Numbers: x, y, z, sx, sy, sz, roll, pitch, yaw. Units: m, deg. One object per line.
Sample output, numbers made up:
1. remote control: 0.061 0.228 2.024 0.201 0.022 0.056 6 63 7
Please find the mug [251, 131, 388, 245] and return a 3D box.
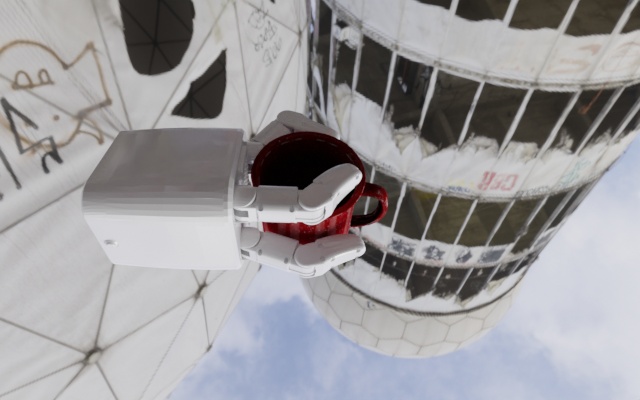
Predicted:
1. mug: 0.002 0.001 0.419 0.117 0.093 0.082 3 -36 -2
